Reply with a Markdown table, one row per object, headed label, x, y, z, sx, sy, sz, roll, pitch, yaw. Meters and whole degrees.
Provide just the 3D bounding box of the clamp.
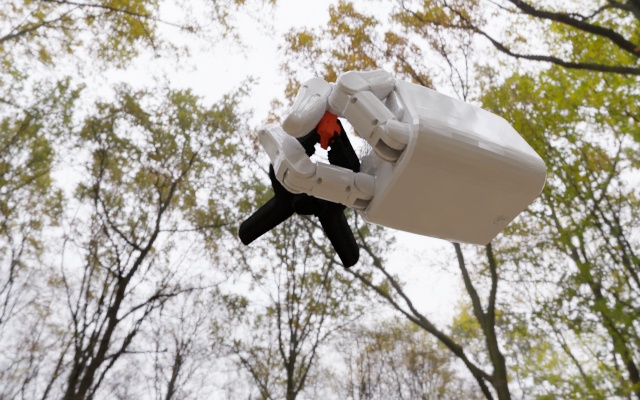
| label | x | y | z | sx | sy | sz | roll | pitch | yaw |
| --- | --- | --- | --- | --- | --- | --- | --- | --- | --- |
| clamp | 0.000 | 0.001 | 0.424 | 0.120 | 0.039 | 0.172 | 15 | -42 | -12 |
